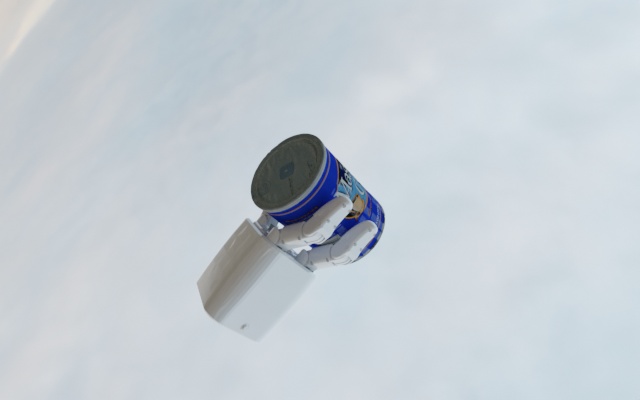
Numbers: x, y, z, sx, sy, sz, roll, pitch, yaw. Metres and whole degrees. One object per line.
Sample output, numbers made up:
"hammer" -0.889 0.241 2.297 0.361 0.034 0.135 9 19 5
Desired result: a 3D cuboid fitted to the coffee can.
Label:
"coffee can" 0.000 0.002 0.575 0.103 0.102 0.140 0 -31 41
